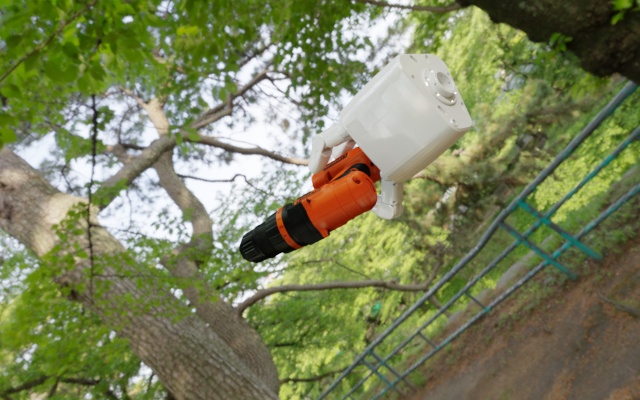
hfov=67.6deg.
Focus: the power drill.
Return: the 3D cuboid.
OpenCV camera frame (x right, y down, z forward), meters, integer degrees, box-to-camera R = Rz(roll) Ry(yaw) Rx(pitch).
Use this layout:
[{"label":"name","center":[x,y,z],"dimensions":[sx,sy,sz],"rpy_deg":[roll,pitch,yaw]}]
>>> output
[{"label":"power drill","center":[0.000,0.002,0.601],"dimensions":[0.184,0.057,0.187],"rpy_deg":[-26,12,25]}]
